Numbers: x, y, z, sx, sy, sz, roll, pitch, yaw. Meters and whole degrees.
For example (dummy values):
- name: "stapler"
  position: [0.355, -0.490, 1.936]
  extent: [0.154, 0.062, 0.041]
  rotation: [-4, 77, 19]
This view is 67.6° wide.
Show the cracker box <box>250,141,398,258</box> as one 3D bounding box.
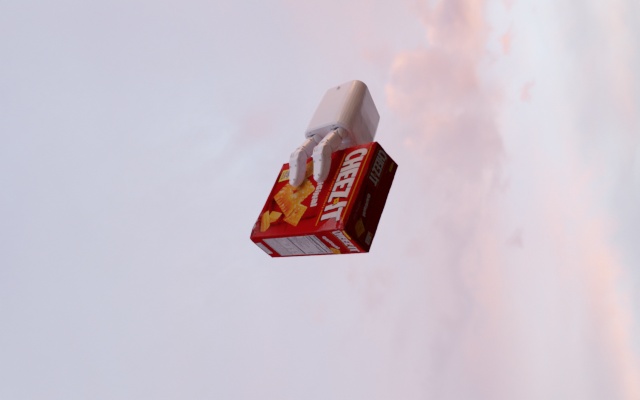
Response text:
- name: "cracker box"
  position: [0.000, 0.003, 0.764]
  extent: [0.214, 0.164, 0.072]
  rotation: [-9, -42, 44]
